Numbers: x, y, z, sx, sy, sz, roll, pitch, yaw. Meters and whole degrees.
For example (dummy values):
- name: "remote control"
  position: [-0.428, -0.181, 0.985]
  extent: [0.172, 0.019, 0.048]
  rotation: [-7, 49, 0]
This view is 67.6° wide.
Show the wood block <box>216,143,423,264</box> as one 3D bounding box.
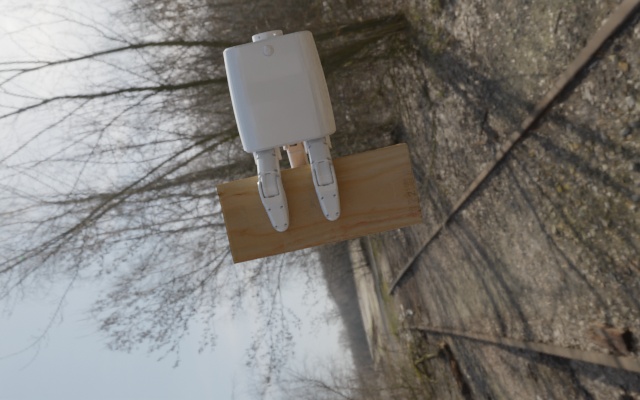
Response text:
- name: "wood block"
  position: [0.000, 0.001, 0.547]
  extent: [0.206, 0.090, 0.091]
  rotation: [-12, 3, 1]
